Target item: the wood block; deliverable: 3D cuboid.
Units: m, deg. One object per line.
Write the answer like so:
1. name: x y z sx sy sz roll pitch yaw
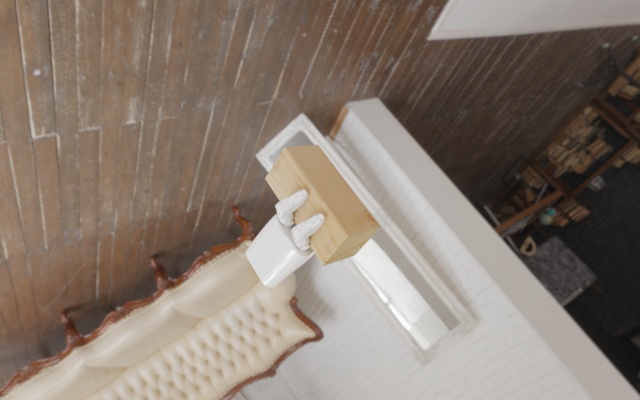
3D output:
1. wood block: 0.000 0.003 0.871 0.091 0.206 0.090 -11 -33 -45
